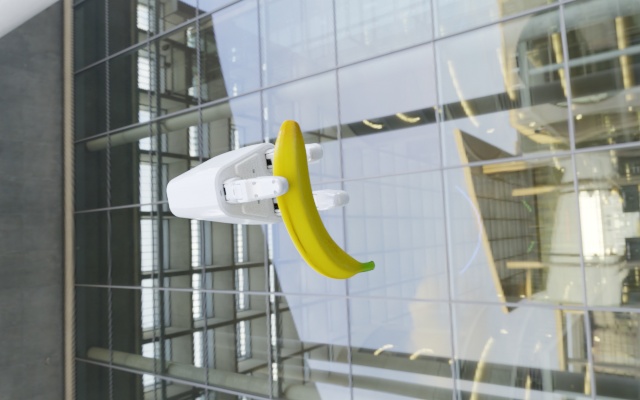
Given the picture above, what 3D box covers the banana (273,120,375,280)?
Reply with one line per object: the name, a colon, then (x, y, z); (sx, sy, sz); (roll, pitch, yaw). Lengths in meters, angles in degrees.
banana: (-0.009, 0.015, 0.504); (0.037, 0.198, 0.069); (-4, 31, 46)
